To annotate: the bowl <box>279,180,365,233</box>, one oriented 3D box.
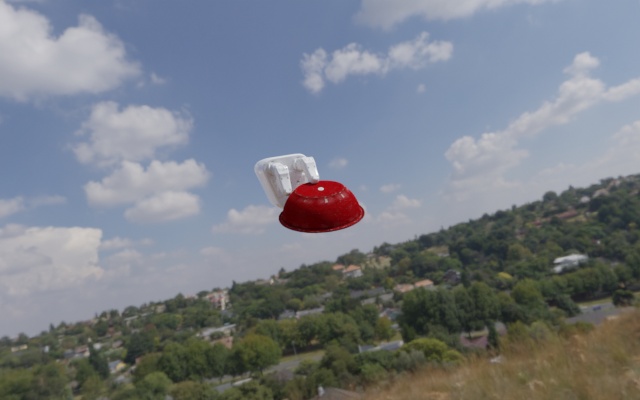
[{"bbox_3d":[0.001,0.003,0.883,0.162,0.055,0.162,-4,21,1],"label":"bowl"}]
